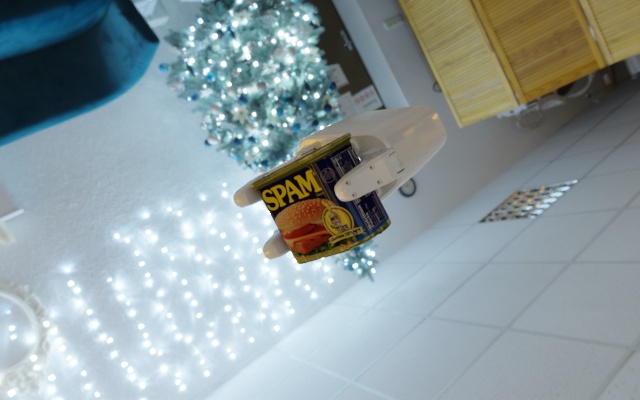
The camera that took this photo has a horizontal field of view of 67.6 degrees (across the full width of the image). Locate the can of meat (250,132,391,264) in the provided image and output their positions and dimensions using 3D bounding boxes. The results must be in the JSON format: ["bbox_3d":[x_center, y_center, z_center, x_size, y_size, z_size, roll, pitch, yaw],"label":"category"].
[{"bbox_3d":[0.000,0.002,0.413,0.102,0.084,0.057,-22,10,44],"label":"can of meat"}]
